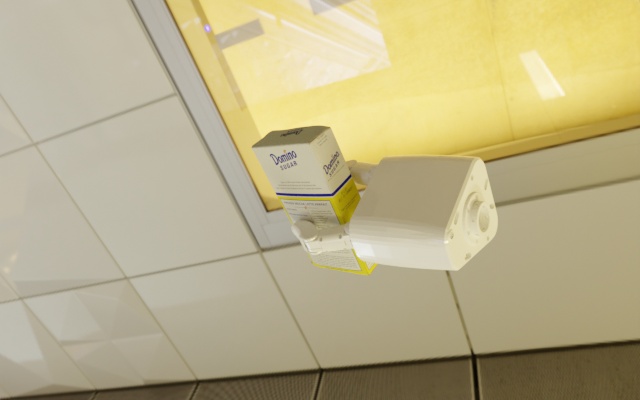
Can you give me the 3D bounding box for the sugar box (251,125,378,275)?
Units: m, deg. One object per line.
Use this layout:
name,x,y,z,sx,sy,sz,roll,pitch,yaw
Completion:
sugar box,0.001,0.002,0.544,0.093,0.176,0.048,3,36,42
